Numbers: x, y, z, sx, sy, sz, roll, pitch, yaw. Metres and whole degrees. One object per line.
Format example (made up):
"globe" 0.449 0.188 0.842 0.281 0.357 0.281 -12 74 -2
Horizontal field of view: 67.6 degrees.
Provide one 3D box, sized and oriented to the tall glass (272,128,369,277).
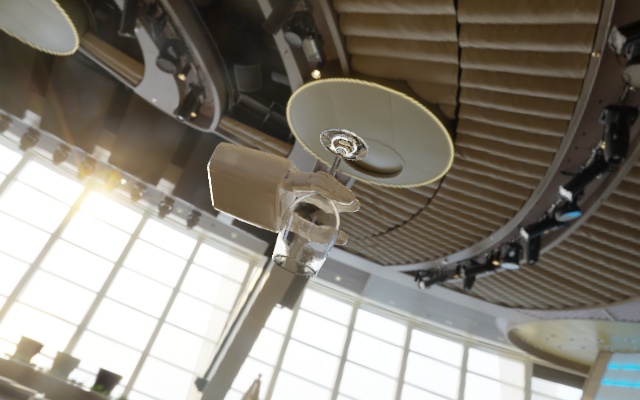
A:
"tall glass" 0.000 0.002 0.658 0.079 0.201 0.079 18 -24 8
